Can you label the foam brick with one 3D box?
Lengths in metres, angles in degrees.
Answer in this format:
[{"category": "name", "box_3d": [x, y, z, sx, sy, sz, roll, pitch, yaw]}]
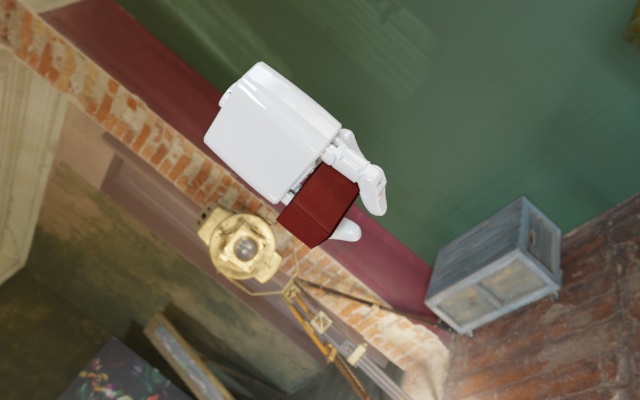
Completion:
[{"category": "foam brick", "box_3d": [0.000, 0.002, 0.497, 0.051, 0.078, 0.053, 40, -33, -6]}]
